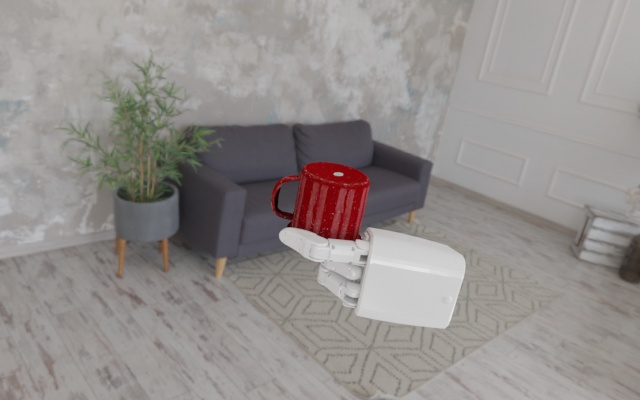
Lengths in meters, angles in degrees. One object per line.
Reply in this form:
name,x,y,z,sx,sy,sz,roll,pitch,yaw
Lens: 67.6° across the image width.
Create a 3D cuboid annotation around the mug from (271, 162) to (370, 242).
mug,-0.001,0.001,0.568,0.117,0.081,0.093,11,20,0
